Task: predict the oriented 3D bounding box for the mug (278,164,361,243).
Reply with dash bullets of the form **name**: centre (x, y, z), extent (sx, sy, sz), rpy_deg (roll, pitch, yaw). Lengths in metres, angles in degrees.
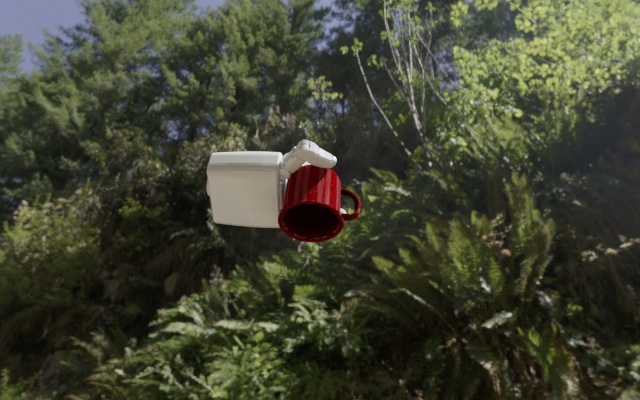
- **mug**: centre (0.002, 0.002, 0.696), extent (0.117, 0.081, 0.093), rpy_deg (3, -41, 1)
